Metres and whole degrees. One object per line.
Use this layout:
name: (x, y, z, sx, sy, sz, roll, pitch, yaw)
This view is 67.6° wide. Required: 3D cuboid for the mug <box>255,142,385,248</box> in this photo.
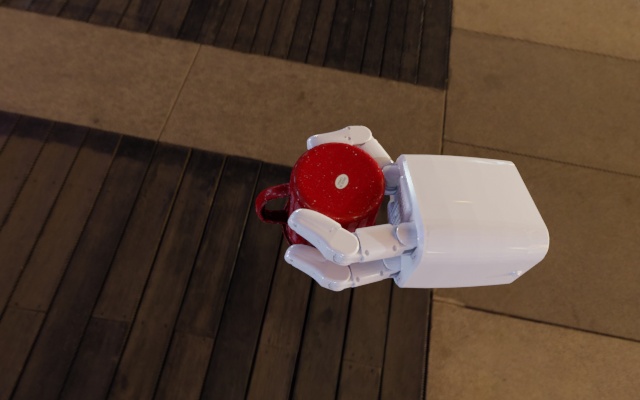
mug: (-0.001, 0.001, 0.432, 0.117, 0.093, 0.081, 0, -30, -6)
